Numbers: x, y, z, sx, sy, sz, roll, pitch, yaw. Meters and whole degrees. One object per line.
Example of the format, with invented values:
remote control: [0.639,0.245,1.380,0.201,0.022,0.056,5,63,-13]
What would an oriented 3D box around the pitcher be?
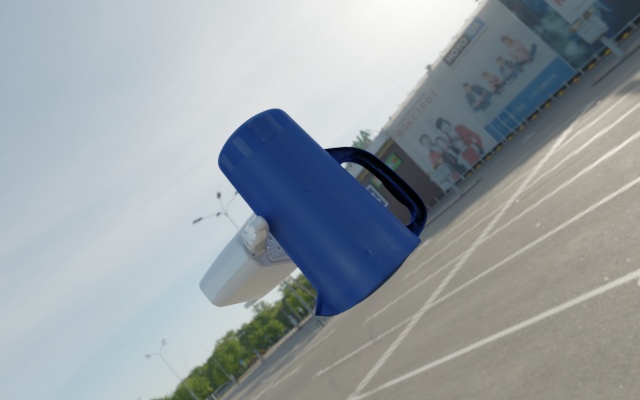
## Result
pitcher: [0.000,0.002,0.574,0.145,0.243,0.149,-47,-10,31]
